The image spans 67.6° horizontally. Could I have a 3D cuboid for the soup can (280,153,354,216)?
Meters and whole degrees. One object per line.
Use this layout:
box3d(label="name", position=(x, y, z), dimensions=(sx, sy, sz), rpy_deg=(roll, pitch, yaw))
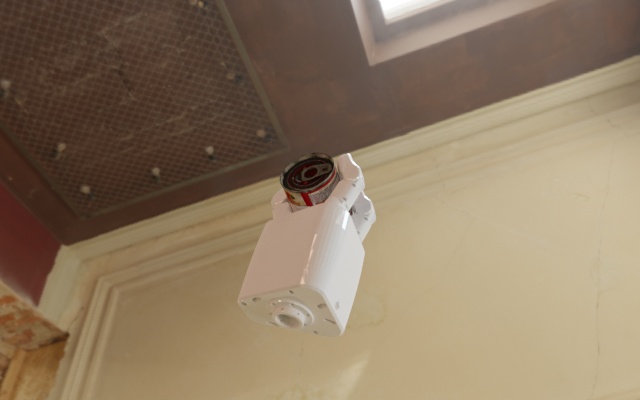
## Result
box3d(label="soup can", position=(0.000, 0.002, 0.586), dimensions=(0.068, 0.102, 0.068), rpy_deg=(-14, 40, 12))
